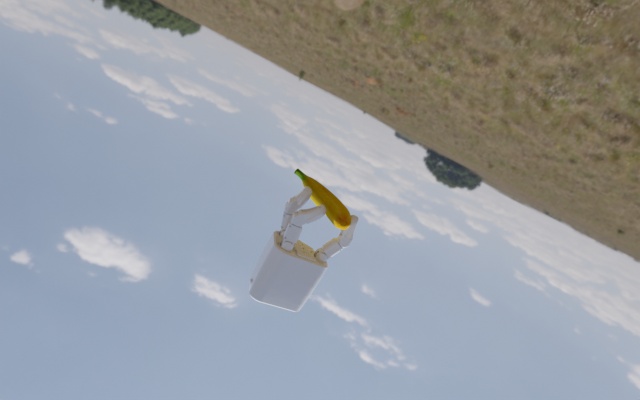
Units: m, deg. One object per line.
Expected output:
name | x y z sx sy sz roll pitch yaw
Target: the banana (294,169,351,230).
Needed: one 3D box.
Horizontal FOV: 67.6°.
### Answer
banana | 0.012 0.007 0.864 0.070 0.037 0.197 25 13 -39
